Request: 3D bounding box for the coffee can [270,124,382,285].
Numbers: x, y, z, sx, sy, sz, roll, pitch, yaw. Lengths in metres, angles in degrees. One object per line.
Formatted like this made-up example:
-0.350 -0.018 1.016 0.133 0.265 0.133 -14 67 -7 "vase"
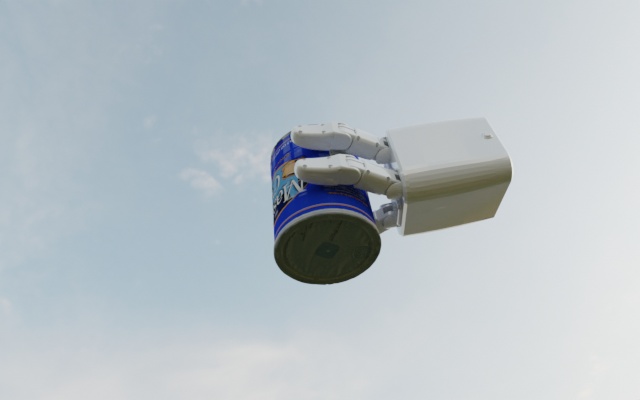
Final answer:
0.000 0.002 0.501 0.103 0.103 0.140 0 43 -8 "coffee can"
